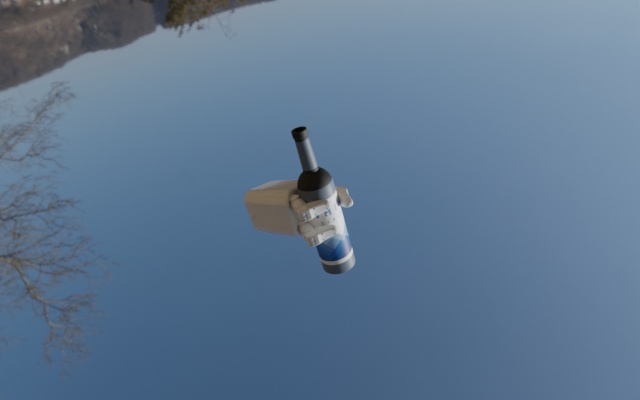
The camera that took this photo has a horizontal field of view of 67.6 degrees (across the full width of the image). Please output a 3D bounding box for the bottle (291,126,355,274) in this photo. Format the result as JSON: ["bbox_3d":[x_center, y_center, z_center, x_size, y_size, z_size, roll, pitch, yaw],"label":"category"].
[{"bbox_3d":[0.000,0.003,0.880,0.069,0.296,0.069,-13,30,7],"label":"bottle"}]
